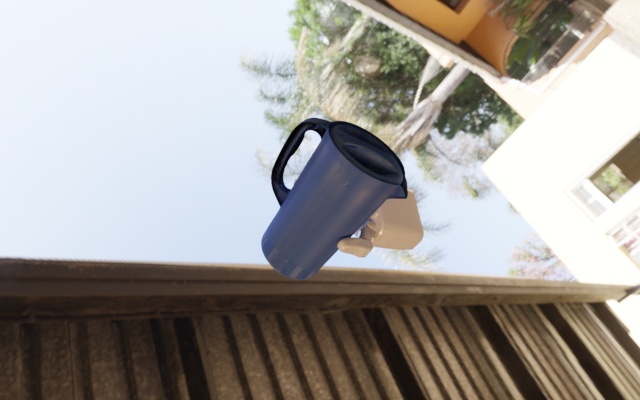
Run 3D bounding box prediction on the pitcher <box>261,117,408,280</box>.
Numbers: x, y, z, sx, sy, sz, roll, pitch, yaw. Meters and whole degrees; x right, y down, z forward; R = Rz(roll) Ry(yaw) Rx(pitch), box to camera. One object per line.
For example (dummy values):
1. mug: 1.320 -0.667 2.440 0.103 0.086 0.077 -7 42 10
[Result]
1. pitcher: 0.000 0.002 0.728 0.145 0.149 0.243 11 -50 -38
